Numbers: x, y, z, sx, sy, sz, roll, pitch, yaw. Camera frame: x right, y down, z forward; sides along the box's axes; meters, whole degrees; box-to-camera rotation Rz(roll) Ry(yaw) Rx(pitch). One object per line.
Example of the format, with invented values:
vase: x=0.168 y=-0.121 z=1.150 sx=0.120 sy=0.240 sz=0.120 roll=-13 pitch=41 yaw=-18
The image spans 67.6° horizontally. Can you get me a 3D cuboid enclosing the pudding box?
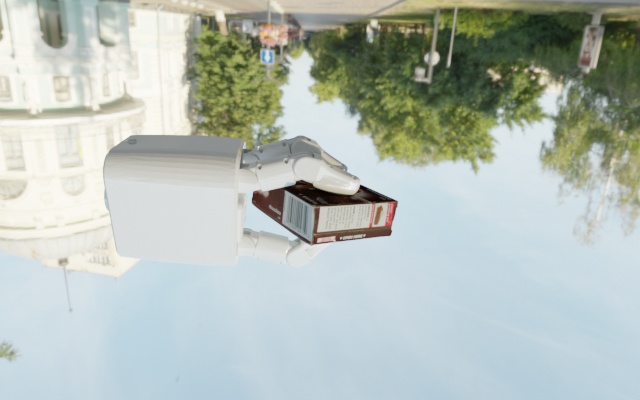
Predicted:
pudding box: x=0.000 y=0.002 z=0.441 sx=0.090 sy=0.039 sz=0.113 roll=-4 pitch=22 yaw=-34
